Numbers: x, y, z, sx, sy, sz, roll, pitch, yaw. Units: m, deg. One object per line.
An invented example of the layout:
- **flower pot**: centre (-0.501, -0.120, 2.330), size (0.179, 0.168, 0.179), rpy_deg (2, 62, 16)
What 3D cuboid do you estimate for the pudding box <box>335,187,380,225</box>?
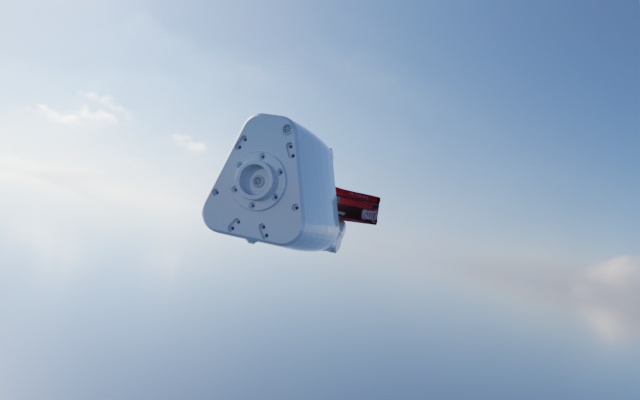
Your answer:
- **pudding box**: centre (0.000, 0.002, 0.566), size (0.113, 0.039, 0.090), rpy_deg (10, -2, 44)
